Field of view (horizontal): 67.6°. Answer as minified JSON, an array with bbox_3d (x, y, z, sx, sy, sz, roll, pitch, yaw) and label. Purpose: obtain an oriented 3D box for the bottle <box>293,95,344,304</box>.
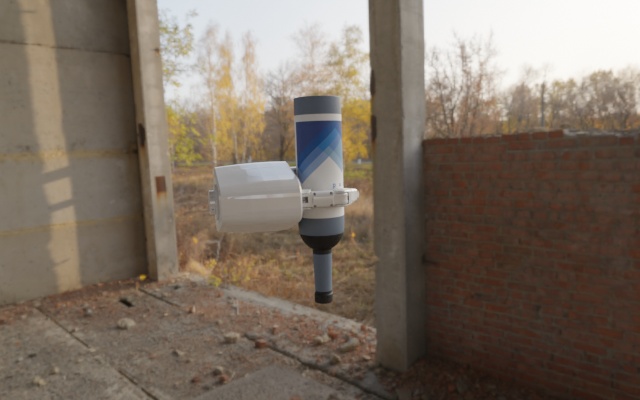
[{"bbox_3d":[0.000,0.002,0.686,0.069,0.296,0.069,-2,7,0],"label":"bottle"}]
